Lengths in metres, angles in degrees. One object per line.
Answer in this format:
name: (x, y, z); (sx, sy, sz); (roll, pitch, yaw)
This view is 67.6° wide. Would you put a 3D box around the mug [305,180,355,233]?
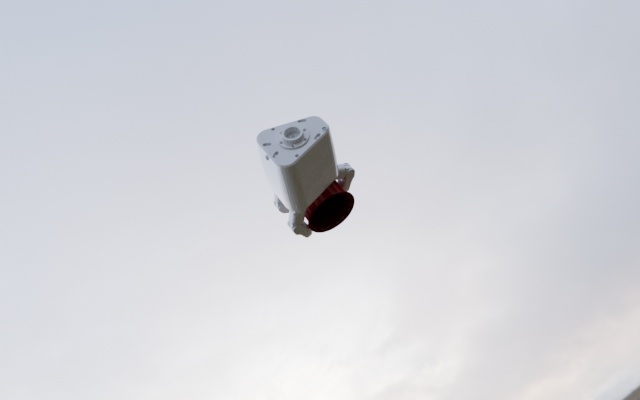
mug: (0.000, 0.003, 0.843); (0.093, 0.081, 0.117); (-28, -36, -15)
